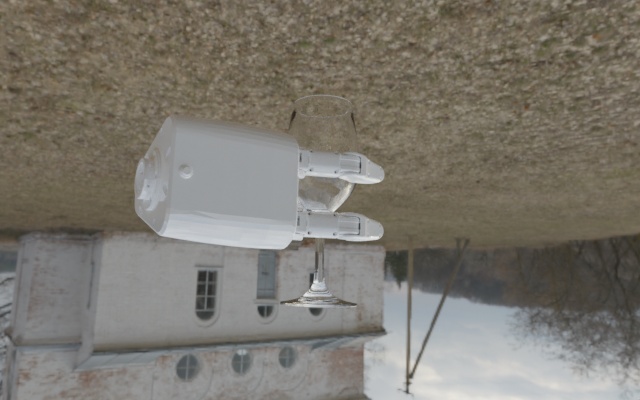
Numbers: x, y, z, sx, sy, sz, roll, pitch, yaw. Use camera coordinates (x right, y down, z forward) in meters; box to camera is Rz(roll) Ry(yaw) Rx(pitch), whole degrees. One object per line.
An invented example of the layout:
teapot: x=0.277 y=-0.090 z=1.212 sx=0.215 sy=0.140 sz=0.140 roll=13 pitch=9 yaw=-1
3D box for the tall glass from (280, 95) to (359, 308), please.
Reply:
tall glass: x=0.000 y=0.002 z=0.472 sx=0.079 sy=0.201 sz=0.079 roll=1 pitch=-9 yaw=0
